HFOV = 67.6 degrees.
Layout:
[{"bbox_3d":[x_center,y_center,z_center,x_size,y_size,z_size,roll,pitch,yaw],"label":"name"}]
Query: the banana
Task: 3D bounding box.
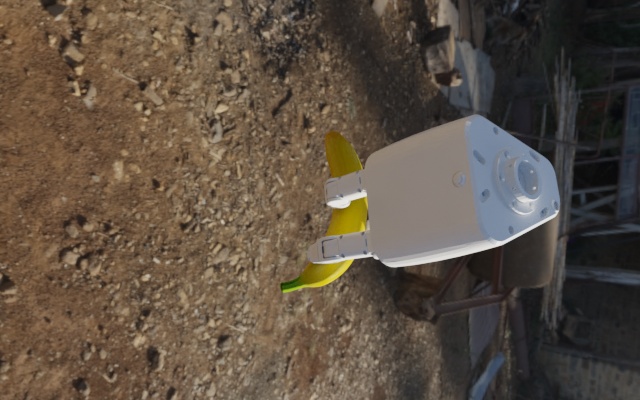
[{"bbox_3d":[0.017,0.010,0.509,0.069,0.197,0.037,17,-27,-1],"label":"banana"}]
